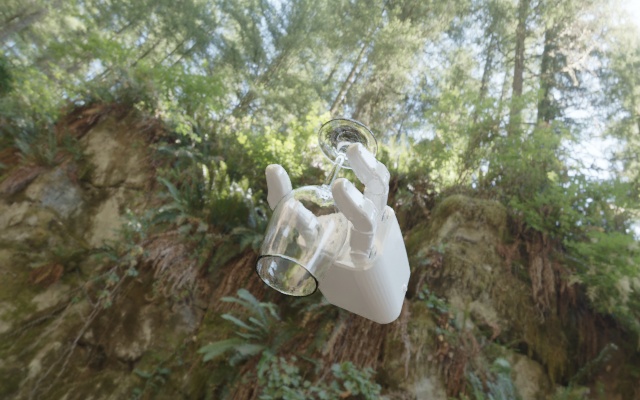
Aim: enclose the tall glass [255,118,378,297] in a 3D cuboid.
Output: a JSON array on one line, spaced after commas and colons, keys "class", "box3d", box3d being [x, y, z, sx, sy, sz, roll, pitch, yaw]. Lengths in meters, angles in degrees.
[{"class": "tall glass", "box3d": [0.000, 0.001, 0.499, 0.079, 0.079, 0.201, 0, 43, 26]}]
